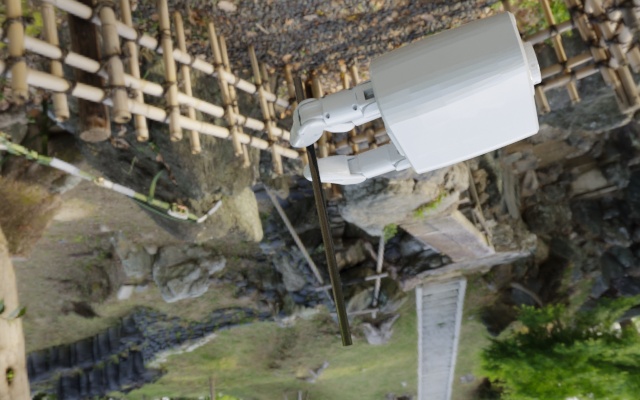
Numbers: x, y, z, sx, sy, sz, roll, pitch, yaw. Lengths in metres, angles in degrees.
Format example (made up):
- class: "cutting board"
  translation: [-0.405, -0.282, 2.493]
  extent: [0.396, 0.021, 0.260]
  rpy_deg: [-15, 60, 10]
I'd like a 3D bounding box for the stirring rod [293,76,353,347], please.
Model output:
- class: "stirring rod"
  translation: [0.000, 0.001, 0.411]
  extent: [0.011, 0.239, 0.011]
  rpy_deg: [-10, -15, -3]
